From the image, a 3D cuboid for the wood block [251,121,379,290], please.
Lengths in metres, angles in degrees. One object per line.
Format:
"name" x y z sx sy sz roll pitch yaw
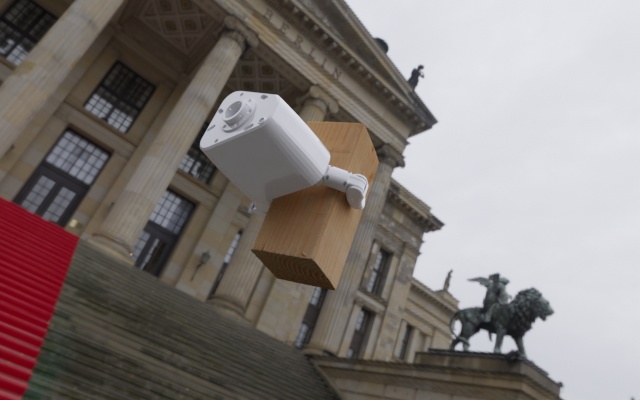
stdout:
"wood block" 0.000 0.002 0.638 0.091 0.206 0.090 7 -30 26
